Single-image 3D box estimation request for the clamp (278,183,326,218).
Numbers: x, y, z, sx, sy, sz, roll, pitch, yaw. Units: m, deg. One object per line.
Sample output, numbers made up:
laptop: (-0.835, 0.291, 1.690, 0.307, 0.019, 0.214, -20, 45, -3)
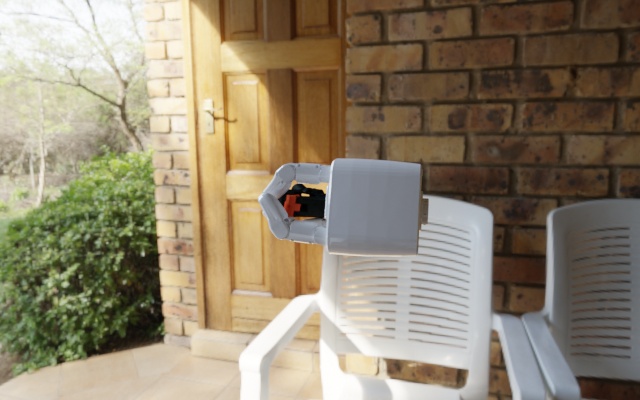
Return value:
clamp: (0.000, 0.002, 0.659, 0.120, 0.039, 0.171, 4, 9, 11)
